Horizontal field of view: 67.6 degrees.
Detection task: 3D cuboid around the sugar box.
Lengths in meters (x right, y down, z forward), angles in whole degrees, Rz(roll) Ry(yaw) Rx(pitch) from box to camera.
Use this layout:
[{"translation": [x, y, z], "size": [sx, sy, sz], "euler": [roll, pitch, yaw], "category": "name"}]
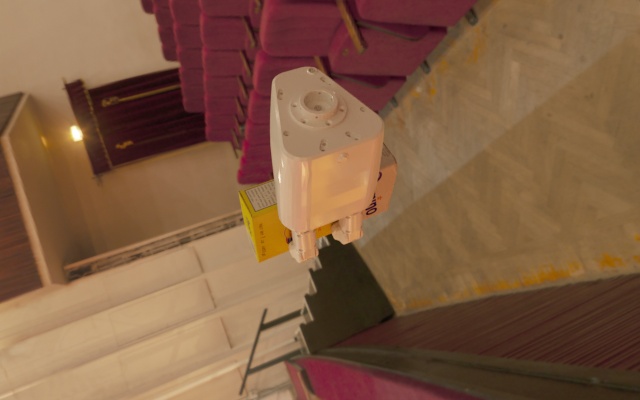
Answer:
[{"translation": [0.000, 0.002, 0.546], "size": [0.176, 0.048, 0.093], "euler": [-19, -34, -15], "category": "sugar box"}]
